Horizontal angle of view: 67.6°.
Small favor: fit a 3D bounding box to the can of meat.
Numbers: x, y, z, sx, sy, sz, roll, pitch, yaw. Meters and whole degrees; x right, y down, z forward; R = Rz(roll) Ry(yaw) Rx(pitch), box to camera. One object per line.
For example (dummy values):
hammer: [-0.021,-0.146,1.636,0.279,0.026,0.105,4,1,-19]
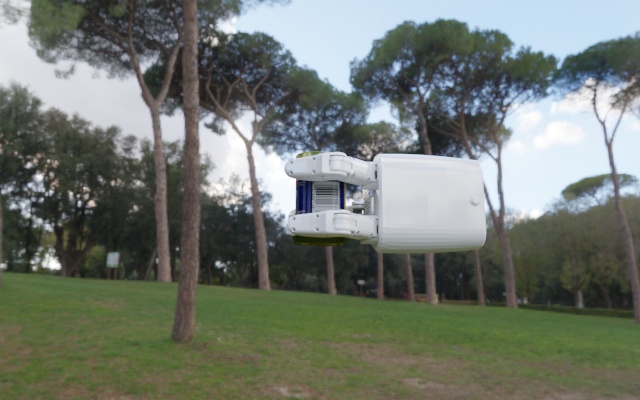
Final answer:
can of meat: [0.000,0.001,0.507,0.057,0.084,0.102,1,-11,-1]
